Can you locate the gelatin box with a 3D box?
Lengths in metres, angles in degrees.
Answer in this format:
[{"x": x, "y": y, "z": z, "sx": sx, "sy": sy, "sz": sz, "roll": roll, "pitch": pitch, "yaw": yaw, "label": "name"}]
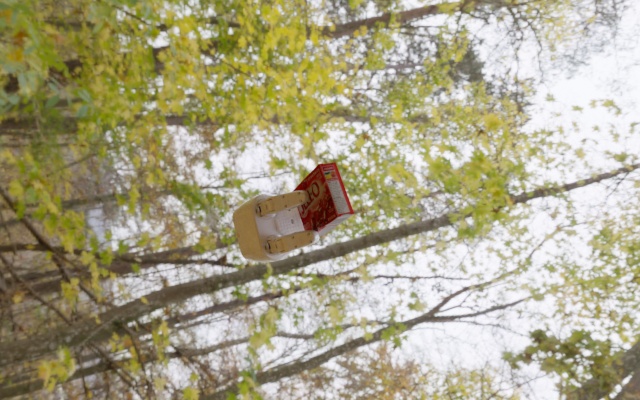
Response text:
[{"x": 0.001, "y": 0.002, "z": 0.625, "sx": 0.030, "sy": 0.073, "sz": 0.089, "roll": -9, "pitch": -17, "yaw": -32, "label": "gelatin box"}]
